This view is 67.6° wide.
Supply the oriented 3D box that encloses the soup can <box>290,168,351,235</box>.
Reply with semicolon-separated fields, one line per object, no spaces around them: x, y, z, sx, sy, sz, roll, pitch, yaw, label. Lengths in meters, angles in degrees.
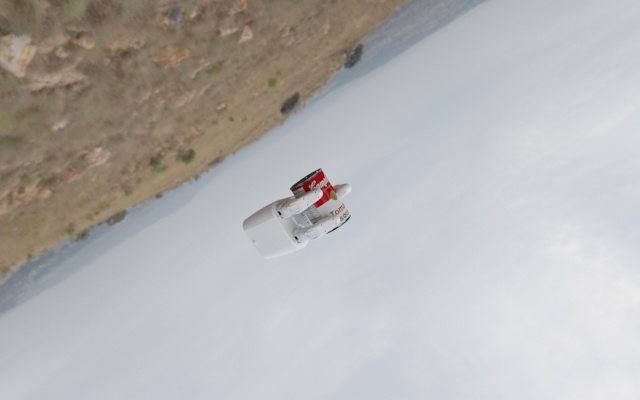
0.001;0.003;0.852;0.068;0.102;0.068;-32;8;5;soup can
